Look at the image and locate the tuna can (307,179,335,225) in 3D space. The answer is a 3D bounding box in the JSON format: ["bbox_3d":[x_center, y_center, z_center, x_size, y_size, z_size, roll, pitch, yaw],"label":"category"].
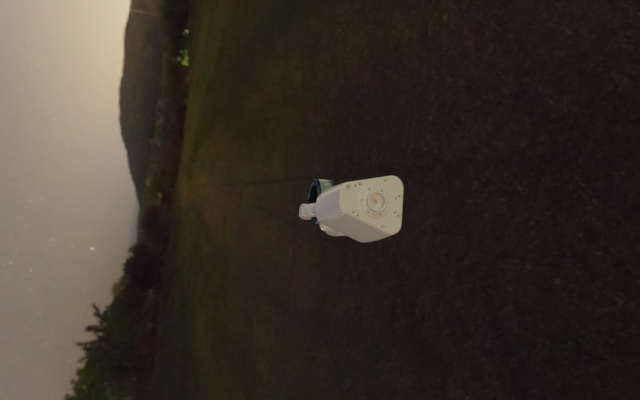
[{"bbox_3d":[0.000,0.003,0.882,0.034,0.086,0.086,5,-1,-15],"label":"tuna can"}]
